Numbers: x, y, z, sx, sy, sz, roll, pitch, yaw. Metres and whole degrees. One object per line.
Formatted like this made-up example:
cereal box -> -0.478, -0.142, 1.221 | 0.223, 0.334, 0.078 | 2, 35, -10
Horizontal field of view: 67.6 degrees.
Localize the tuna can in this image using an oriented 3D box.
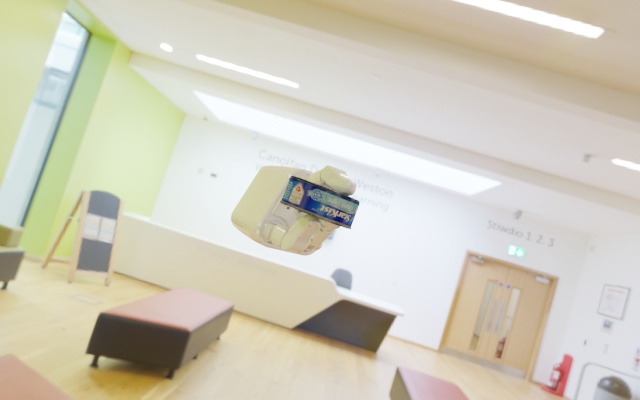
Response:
tuna can -> 0.000, 0.001, 0.536 | 0.086, 0.034, 0.086 | 21, 0, 0
